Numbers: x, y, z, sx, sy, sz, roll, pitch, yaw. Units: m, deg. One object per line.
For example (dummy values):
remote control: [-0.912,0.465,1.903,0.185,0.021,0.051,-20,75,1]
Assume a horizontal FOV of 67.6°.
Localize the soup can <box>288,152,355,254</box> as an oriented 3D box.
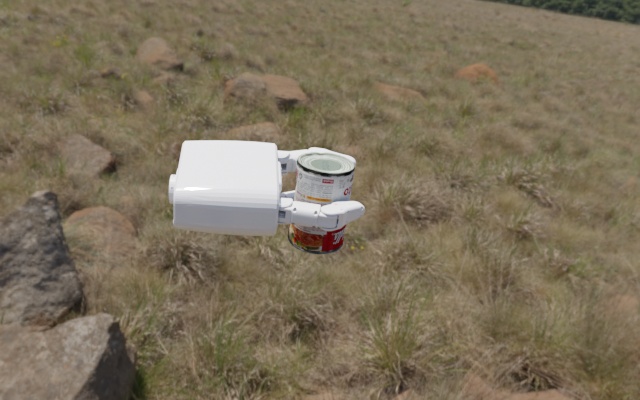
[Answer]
soup can: [0.001,0.002,0.557,0.068,0.102,0.068,6,26,-3]
